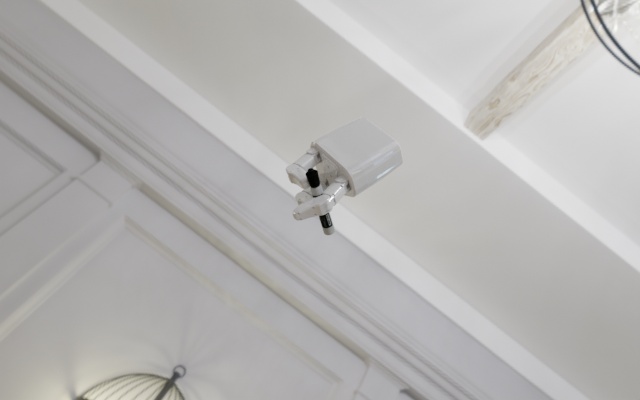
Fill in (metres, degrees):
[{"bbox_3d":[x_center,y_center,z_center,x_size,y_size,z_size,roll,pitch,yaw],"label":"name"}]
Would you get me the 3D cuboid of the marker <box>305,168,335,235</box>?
[{"bbox_3d":[0.000,0.002,0.727,0.020,0.121,0.020,-11,35,8],"label":"marker"}]
